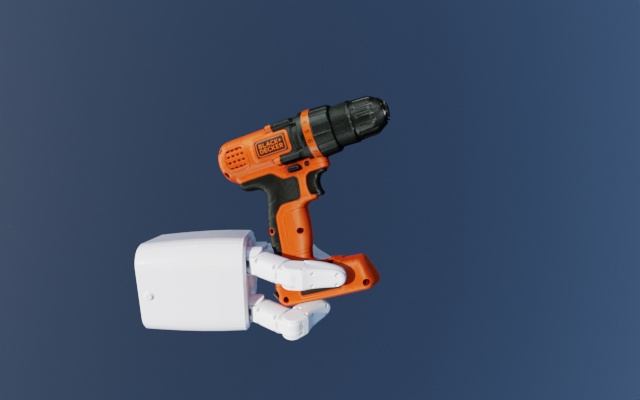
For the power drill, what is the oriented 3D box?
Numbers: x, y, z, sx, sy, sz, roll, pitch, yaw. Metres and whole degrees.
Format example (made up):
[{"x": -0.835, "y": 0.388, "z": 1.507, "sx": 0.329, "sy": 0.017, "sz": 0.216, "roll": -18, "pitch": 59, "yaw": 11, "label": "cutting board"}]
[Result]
[{"x": 0.000, "y": 0.002, "z": 0.487, "sx": 0.184, "sy": 0.187, "sz": 0.057, "roll": -17, "pitch": -3, "yaw": 18, "label": "power drill"}]
